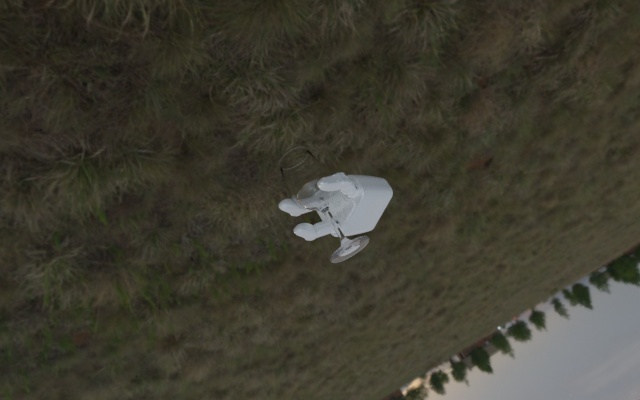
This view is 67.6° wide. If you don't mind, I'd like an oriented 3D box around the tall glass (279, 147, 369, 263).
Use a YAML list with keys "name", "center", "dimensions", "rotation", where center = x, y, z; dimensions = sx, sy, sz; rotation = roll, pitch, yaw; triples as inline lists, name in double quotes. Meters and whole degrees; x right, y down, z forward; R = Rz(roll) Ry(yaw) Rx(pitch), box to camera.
- name: "tall glass"
  center: [0.000, 0.003, 0.813]
  dimensions: [0.079, 0.201, 0.079]
  rotation: [-26, -23, -12]
